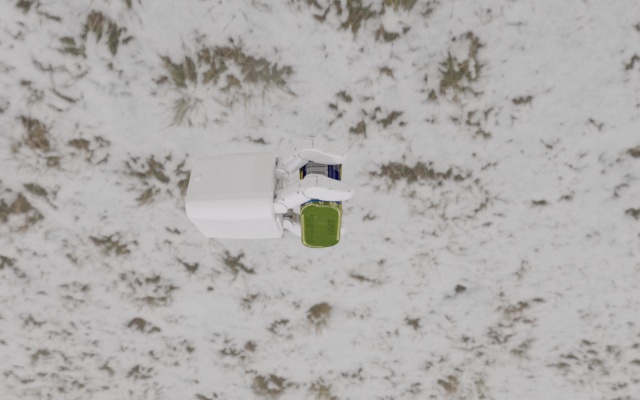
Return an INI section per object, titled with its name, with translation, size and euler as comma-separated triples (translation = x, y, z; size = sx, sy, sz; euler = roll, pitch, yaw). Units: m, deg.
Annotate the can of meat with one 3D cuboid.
[can of meat]
translation = 0.000, 0.002, 0.622
size = 0.057, 0.084, 0.102
euler = 0, -38, 0
